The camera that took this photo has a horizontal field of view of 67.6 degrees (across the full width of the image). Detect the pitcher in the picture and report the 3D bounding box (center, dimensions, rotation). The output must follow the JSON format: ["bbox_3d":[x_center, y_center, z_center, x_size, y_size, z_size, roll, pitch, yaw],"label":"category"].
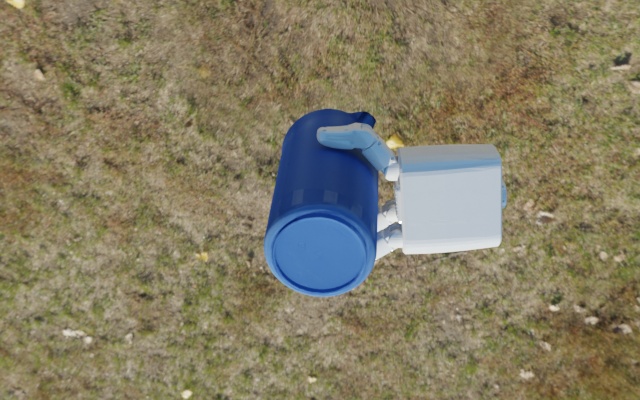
[{"bbox_3d":[0.000,0.002,0.553,0.145,0.149,0.242,-2,29,6],"label":"pitcher"}]
